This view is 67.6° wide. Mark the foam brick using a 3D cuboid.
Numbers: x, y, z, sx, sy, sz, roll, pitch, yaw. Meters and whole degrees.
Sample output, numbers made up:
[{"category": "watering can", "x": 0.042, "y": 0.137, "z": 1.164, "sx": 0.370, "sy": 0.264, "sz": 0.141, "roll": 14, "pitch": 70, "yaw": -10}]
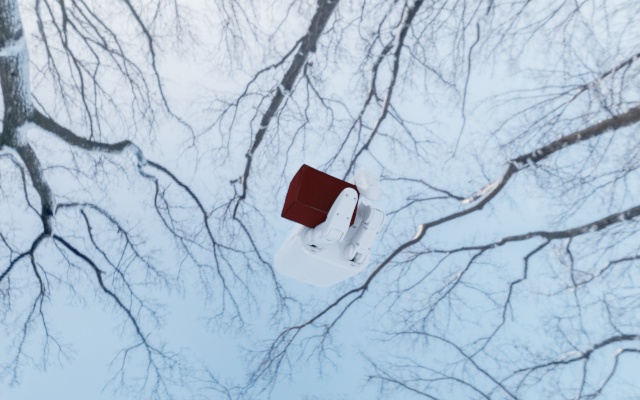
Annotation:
[{"category": "foam brick", "x": 0.000, "y": 0.002, "z": 0.566, "sx": 0.078, "sy": 0.053, "sz": 0.051, "roll": 22, "pitch": -30, "yaw": -16}]
